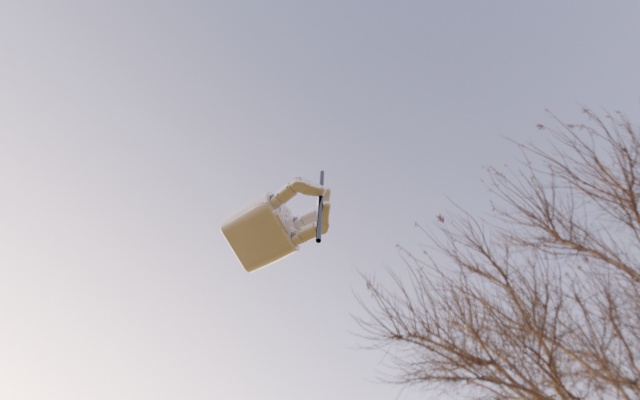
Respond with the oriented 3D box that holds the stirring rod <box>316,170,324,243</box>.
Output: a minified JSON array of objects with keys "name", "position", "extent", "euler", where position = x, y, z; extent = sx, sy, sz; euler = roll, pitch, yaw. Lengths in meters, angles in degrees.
[{"name":"stirring rod","position":[0.000,0.003,0.804],"extent":[0.011,0.011,0.239],"euler":[0,28,2]}]
